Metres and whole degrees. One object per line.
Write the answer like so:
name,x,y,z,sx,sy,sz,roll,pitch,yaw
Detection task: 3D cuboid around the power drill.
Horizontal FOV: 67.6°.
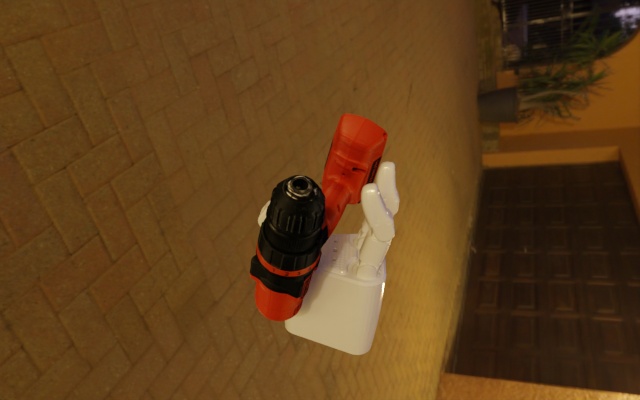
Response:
power drill,0.000,0.001,0.442,0.057,0.187,0.185,28,-39,9
